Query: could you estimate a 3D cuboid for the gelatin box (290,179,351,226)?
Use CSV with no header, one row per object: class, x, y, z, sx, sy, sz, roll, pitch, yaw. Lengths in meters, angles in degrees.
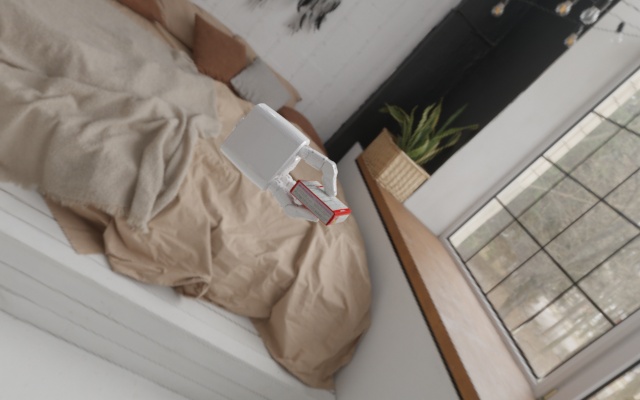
gelatin box,0.001,0.002,0.804,0.089,0.030,0.073,41,17,17
